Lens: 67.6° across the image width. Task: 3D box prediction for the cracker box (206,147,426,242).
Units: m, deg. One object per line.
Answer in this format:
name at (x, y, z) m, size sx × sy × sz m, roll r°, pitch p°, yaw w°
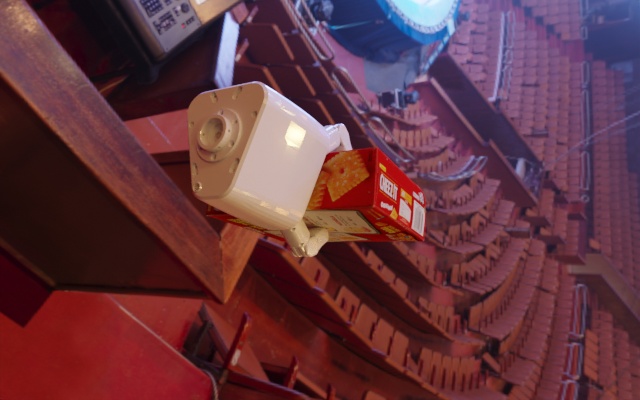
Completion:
cracker box at (0.000, 0.002, 0.575) m, size 0.213 × 0.072 × 0.164 m, roll -3°, pitch -17°, yaw 30°
